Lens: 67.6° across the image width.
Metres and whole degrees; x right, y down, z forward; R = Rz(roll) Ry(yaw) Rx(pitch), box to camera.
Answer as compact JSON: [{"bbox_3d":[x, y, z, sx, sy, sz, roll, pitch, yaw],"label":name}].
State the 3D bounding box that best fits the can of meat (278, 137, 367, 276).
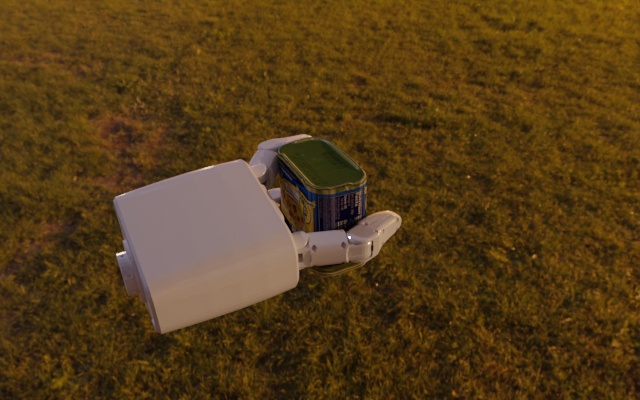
[{"bbox_3d":[0.000,0.001,0.421,0.057,0.084,0.102,-15,34,-20],"label":"can of meat"}]
